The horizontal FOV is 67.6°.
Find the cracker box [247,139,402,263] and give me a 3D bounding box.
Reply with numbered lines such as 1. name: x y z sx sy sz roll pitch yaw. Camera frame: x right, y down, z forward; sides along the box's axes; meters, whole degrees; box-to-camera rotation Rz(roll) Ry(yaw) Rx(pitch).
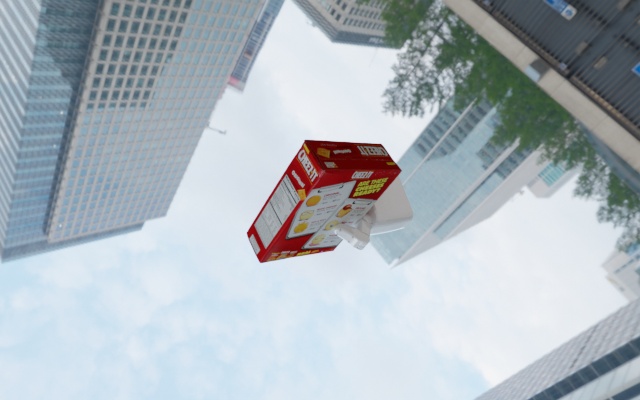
1. cracker box: 0.000 0.003 0.754 0.164 0.072 0.214 -4 -39 -42
